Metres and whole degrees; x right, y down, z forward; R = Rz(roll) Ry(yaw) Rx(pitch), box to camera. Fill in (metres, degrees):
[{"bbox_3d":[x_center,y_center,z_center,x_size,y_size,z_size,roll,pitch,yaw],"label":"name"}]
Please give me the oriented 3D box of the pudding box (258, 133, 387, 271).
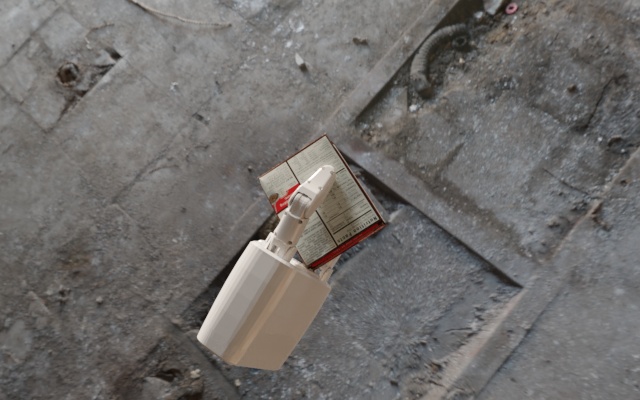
[{"bbox_3d":[0.000,0.002,0.489,0.090,0.113,0.039,-32,-16,4],"label":"pudding box"}]
